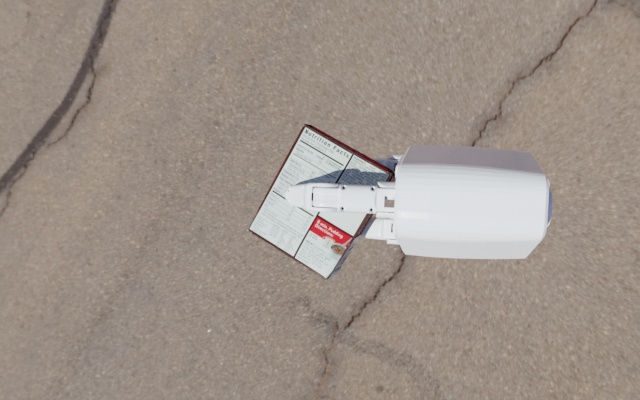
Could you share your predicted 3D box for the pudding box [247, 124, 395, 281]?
[{"bbox_3d":[0.000,0.001,0.428,0.090,0.113,0.039,32,7,11],"label":"pudding box"}]
